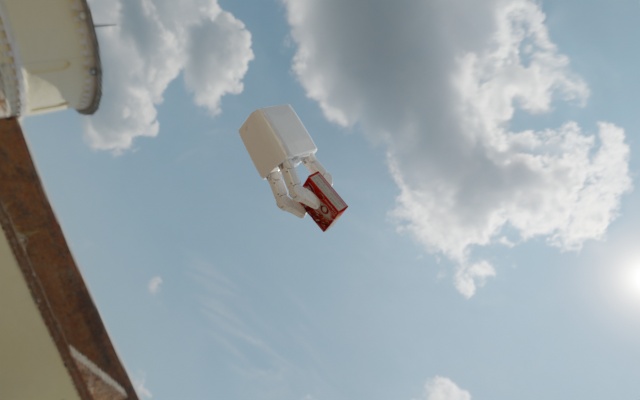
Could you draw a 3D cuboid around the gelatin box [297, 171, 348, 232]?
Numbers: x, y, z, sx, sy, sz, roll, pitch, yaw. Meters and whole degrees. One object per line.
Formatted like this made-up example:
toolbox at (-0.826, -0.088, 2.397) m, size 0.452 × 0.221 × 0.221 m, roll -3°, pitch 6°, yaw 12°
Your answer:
gelatin box at (0.001, 0.003, 0.873) m, size 0.030 × 0.089 × 0.073 m, roll -31°, pitch -15°, yaw -38°
